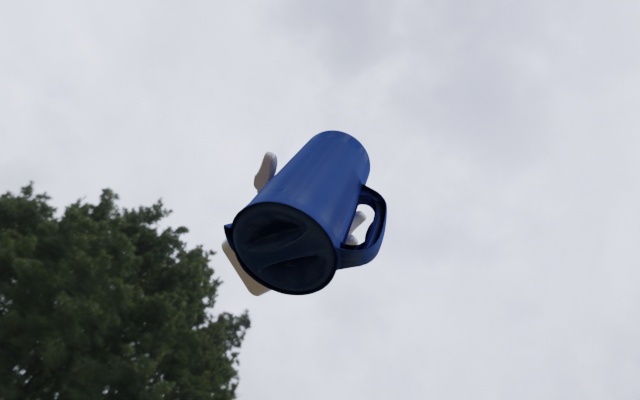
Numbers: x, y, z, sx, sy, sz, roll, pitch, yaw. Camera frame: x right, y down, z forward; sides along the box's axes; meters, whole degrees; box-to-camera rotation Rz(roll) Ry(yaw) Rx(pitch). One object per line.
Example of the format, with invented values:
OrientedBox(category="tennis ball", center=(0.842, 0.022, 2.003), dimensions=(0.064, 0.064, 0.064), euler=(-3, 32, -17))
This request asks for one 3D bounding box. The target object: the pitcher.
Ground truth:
OrientedBox(category="pitcher", center=(0.000, 0.002, 0.635), dimensions=(0.145, 0.149, 0.242), euler=(-39, 12, 35))
